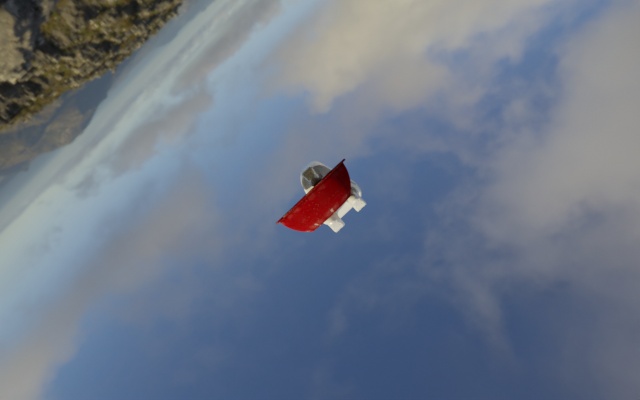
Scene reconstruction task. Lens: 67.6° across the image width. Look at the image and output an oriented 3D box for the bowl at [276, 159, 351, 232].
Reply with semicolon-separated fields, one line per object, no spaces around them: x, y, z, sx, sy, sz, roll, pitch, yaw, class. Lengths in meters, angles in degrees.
0.000;0.003;0.812;0.162;0.055;0.162;-43;1;1;bowl
